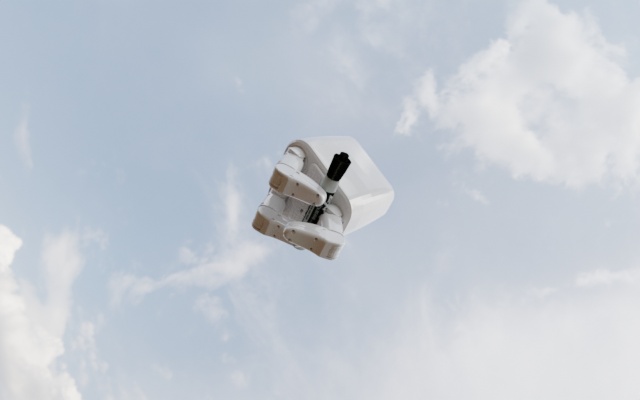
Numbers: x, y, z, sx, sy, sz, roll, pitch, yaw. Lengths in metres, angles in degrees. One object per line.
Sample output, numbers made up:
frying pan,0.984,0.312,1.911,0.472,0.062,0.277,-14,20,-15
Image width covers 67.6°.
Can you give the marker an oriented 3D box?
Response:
marker,0.000,0.002,0.495,0.020,0.121,0.020,20,29,-12
